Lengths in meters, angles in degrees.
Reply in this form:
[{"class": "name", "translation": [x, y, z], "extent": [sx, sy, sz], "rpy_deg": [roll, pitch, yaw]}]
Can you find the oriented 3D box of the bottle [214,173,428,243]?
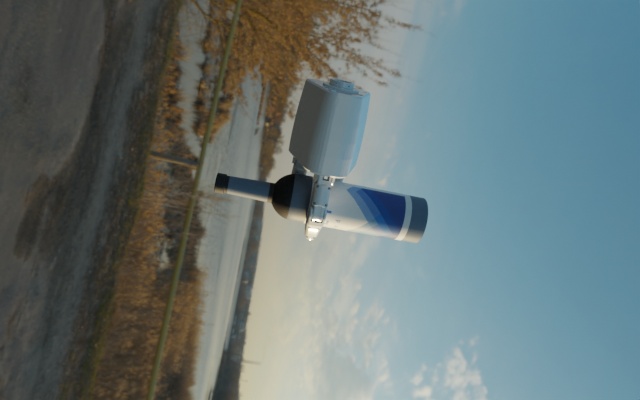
[{"class": "bottle", "translation": [0.000, 0.002, 0.673], "extent": [0.296, 0.069, 0.069], "rpy_deg": [11, -1, -7]}]
